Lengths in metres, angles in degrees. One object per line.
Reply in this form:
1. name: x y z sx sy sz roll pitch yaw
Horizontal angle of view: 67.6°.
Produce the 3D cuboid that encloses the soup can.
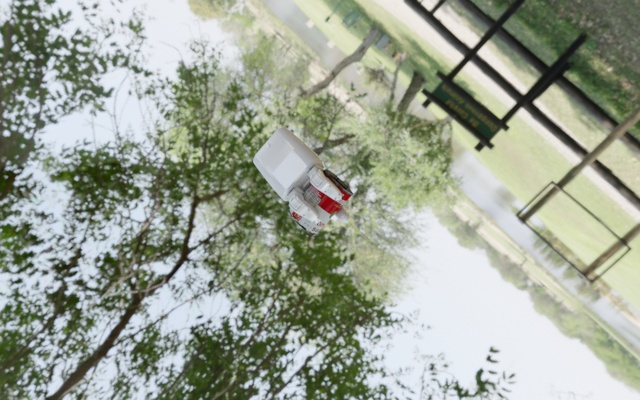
1. soup can: 0.000 0.003 0.856 0.068 0.102 0.068 41 10 -9
